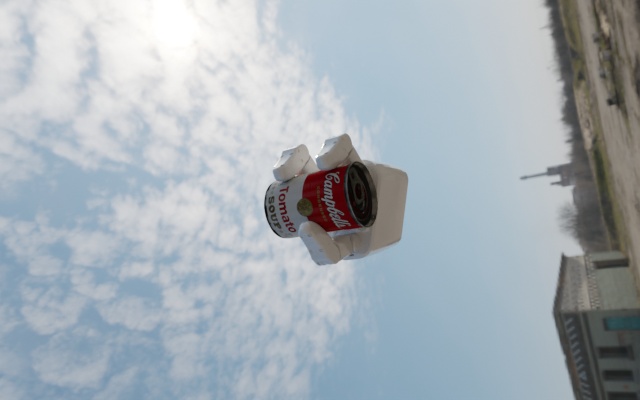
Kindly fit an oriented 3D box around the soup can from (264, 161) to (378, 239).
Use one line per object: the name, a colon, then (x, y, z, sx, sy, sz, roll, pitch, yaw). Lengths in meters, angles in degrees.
soup can: (0.000, 0.002, 0.505, 0.102, 0.068, 0.068, -11, -5, 30)
